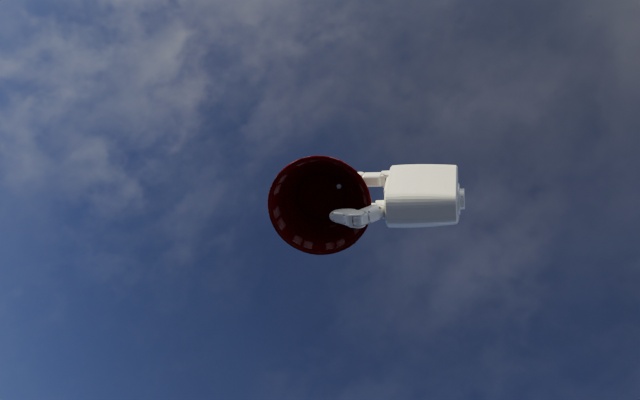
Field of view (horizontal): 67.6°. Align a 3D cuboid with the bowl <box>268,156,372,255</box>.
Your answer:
[{"bbox_3d":[-0.001,0.002,0.759,0.162,0.162,0.055,0,18,4],"label":"bowl"}]
